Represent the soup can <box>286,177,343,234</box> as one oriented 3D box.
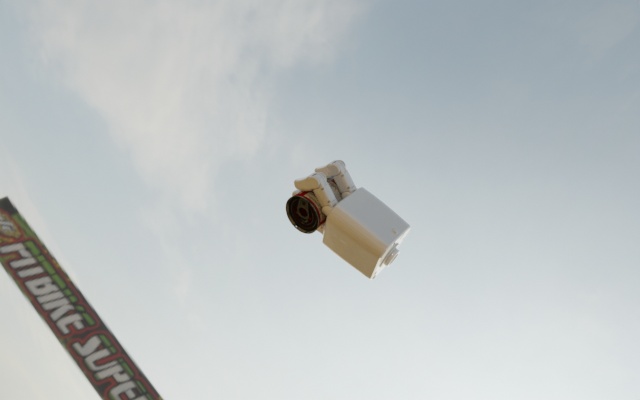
[{"bbox_3d":[0.000,0.002,0.799,0.068,0.068,0.102,0,25,41],"label":"soup can"}]
